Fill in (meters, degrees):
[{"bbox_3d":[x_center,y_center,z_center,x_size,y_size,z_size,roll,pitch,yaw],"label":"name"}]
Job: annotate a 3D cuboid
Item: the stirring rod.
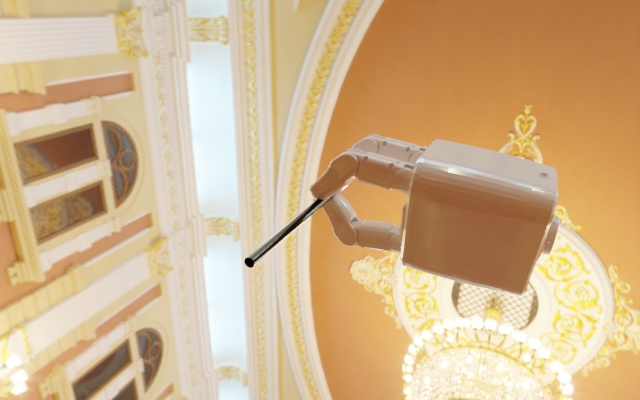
[{"bbox_3d":[0.000,0.002,0.426,0.011,0.011,0.239,0,20,25],"label":"stirring rod"}]
